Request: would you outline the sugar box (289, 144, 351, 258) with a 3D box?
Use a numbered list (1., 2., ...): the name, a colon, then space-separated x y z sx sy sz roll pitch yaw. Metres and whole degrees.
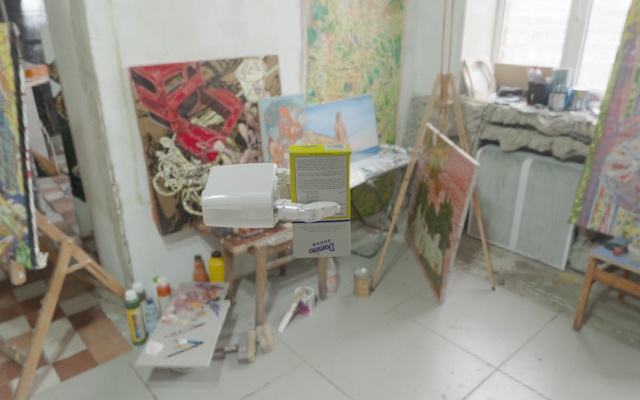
1. sugar box: 0.000 0.002 0.748 0.093 0.176 0.048 -1 23 -2
